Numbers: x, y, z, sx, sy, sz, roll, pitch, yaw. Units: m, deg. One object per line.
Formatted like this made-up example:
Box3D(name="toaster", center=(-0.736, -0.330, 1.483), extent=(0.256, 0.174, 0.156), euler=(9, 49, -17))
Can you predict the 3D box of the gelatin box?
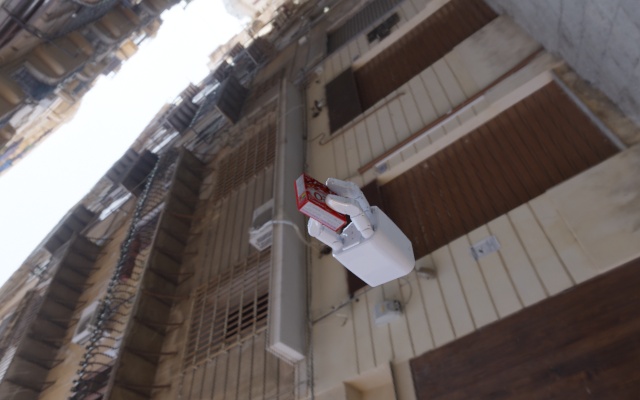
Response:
Box3D(name="gelatin box", center=(0.000, 0.003, 0.805), extent=(0.089, 0.073, 0.030), euler=(30, -60, -30))
